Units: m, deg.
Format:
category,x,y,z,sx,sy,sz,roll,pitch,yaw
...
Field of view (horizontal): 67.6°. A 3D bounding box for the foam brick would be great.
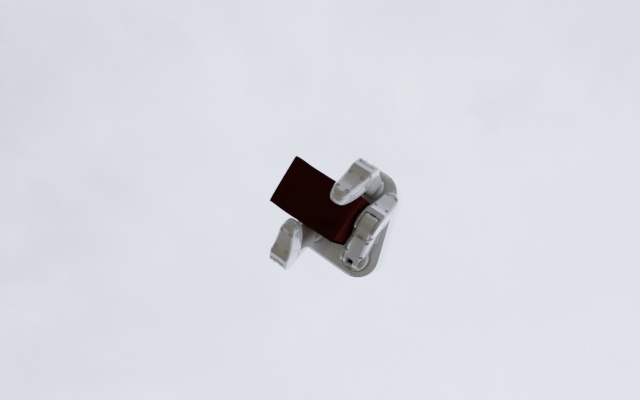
category,x,y,z,sx,sy,sz,roll,pitch,yaw
foam brick,0.000,0.001,0.471,0.078,0.053,0.051,34,2,17
